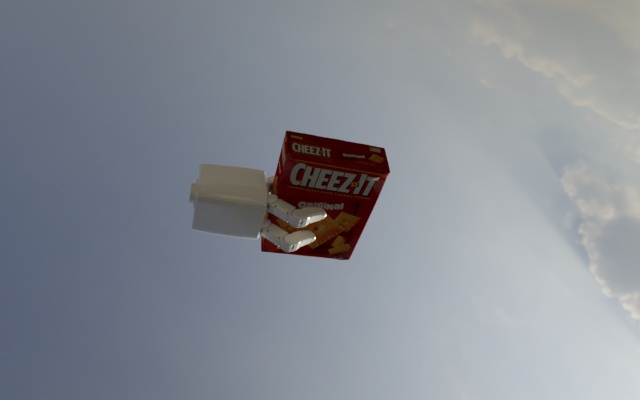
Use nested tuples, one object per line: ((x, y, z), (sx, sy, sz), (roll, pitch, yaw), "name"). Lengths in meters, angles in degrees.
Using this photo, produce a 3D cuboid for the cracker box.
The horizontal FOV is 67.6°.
((0.000, 0.003, 0.789), (0.164, 0.214, 0.072), (8, 42, -14), "cracker box")
